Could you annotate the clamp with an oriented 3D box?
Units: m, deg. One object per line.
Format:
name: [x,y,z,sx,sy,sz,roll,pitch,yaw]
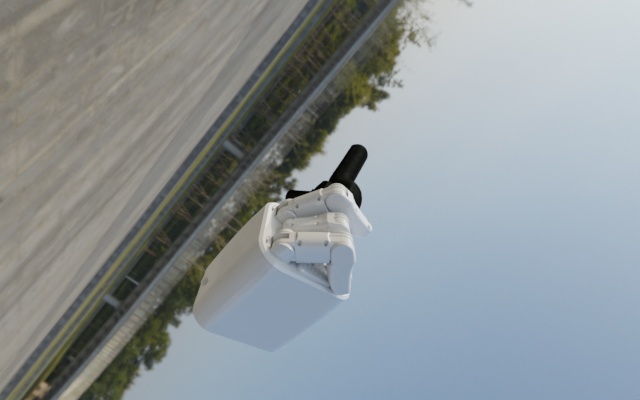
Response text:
clamp: [0.001,0.002,0.539,0.120,0.039,0.171,-38,17,23]
